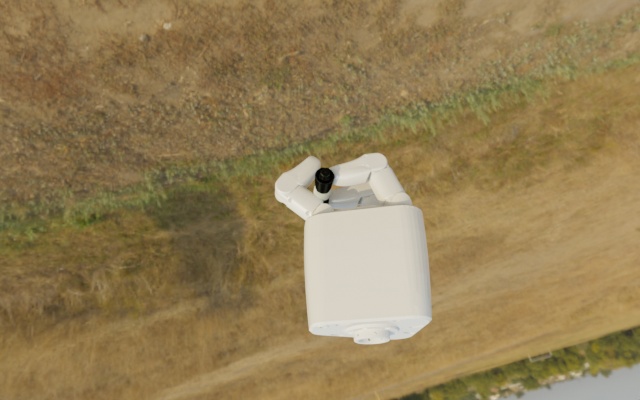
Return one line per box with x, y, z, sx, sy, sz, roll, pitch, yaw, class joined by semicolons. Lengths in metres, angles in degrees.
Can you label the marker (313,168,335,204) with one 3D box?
0.000;0.002;0.499;0.020;0.020;0.121;0;-27;-5;marker
